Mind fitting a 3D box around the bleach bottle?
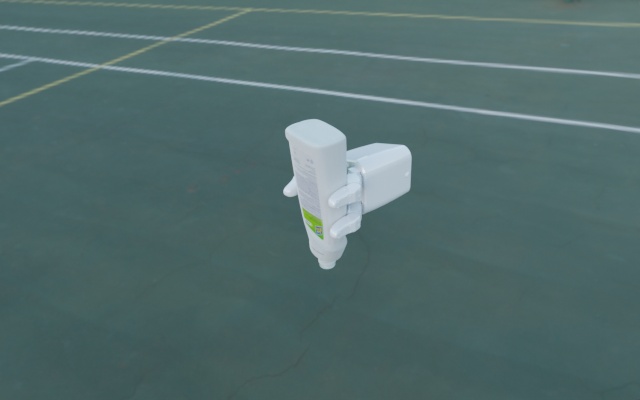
[{"bbox_3d":[0.000,0.003,0.779,0.068,0.251,0.102,-22,37,-26],"label":"bleach bottle"}]
